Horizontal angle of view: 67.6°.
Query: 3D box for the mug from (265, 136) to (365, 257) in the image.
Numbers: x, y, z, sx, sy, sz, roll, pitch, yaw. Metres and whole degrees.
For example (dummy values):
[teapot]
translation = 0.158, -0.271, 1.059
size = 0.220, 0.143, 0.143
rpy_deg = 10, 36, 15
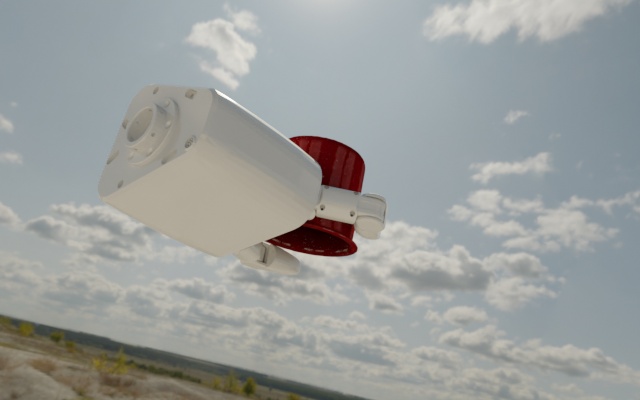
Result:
[mug]
translation = 0.001, 0.002, 0.425
size = 0.093, 0.081, 0.117
rpy_deg = -3, -25, 36
